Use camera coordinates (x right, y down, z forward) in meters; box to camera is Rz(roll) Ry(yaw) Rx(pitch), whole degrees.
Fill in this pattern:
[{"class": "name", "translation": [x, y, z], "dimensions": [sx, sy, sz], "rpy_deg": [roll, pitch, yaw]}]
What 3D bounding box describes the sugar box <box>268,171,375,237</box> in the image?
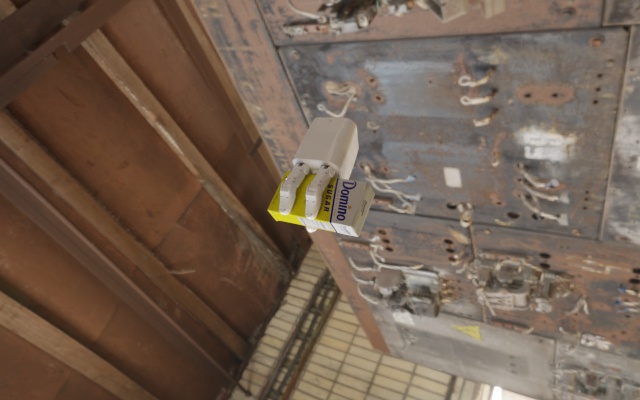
[{"class": "sugar box", "translation": [0.000, 0.002, 0.866], "dimensions": [0.176, 0.093, 0.048], "rpy_deg": [8, -28, 31]}]
